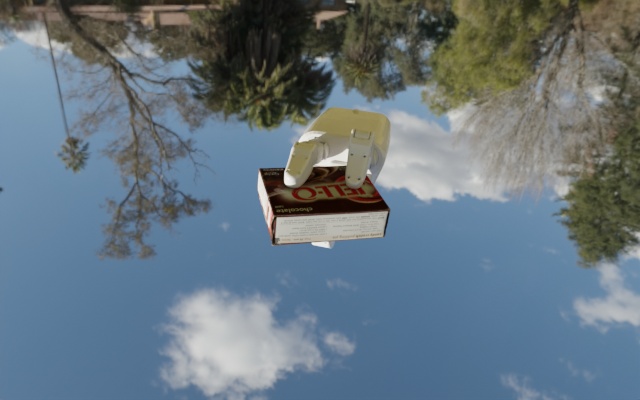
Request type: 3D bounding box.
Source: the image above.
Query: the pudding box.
[{"bbox_3d":[0.000,0.002,0.469,0.113,0.039,0.090,-5,31,-14],"label":"pudding box"}]
